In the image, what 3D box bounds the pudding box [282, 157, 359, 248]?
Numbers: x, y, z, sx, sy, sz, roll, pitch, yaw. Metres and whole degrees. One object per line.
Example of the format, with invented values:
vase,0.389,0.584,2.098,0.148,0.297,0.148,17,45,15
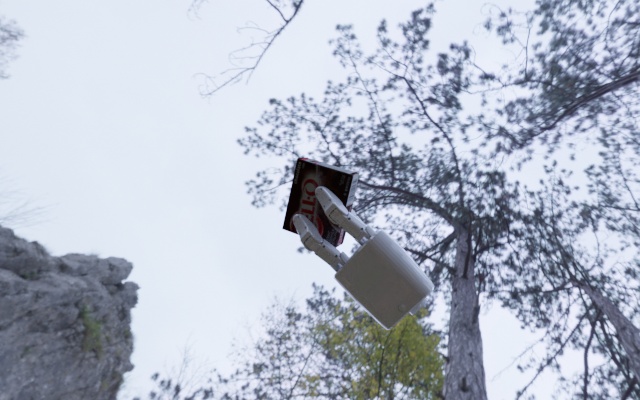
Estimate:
pudding box,0.000,0.002,0.694,0.090,0.113,0.039,18,13,20
